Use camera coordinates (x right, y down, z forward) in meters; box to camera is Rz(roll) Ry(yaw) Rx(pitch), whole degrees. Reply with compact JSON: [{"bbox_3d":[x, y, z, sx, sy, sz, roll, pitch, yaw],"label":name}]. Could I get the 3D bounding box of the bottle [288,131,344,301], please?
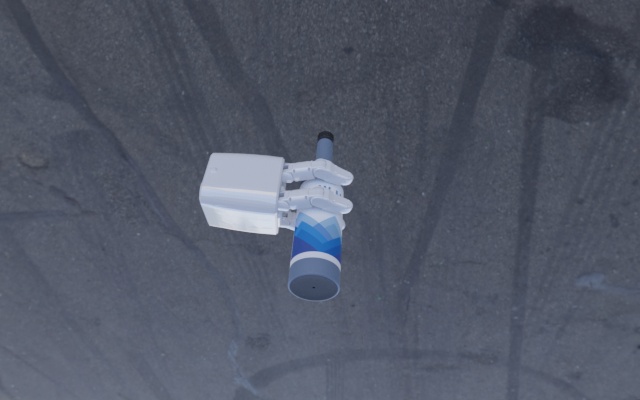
[{"bbox_3d":[0.000,0.003,0.704,0.069,0.295,0.069,3,-42,2],"label":"bottle"}]
